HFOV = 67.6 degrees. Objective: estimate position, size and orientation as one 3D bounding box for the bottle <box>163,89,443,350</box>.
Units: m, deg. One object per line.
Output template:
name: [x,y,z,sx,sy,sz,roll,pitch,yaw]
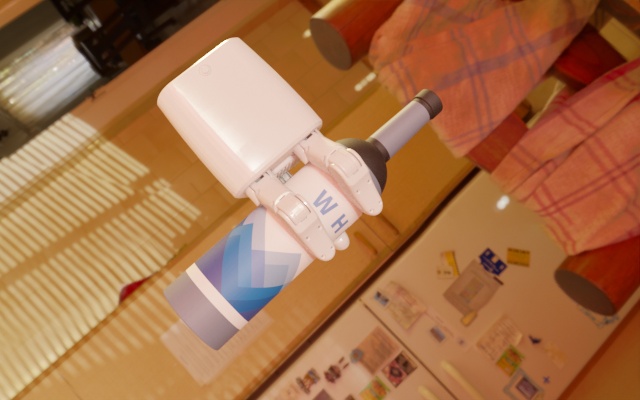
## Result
bottle: [0.000,0.002,0.422,0.295,0.069,0.069,-42,11,-13]
